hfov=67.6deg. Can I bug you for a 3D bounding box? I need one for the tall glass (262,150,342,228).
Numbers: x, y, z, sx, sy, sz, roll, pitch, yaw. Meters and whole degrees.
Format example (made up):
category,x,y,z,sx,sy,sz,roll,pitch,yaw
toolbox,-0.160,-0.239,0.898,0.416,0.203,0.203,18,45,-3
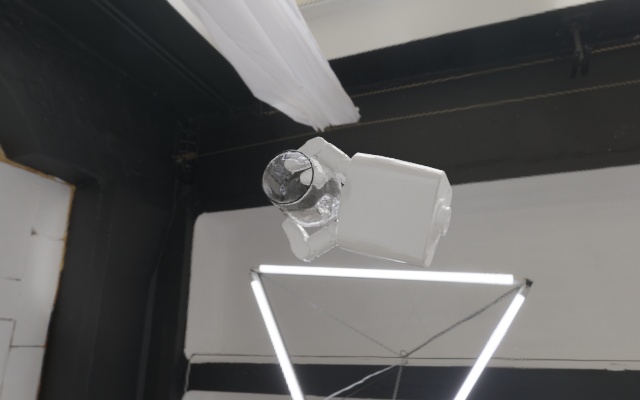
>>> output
category,x,y,z,sx,sy,sz,roll,pitch,yaw
tall glass,0.000,0.002,0.597,0.079,0.079,0.201,0,-16,22
